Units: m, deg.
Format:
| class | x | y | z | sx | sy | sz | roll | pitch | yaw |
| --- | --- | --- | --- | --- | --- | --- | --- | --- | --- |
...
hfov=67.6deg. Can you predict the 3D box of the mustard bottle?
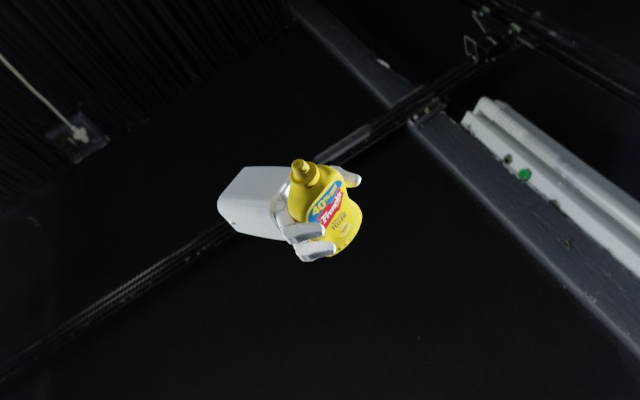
| class | x | y | z | sx | sy | sz | roll | pitch | yaw |
| --- | --- | --- | --- | --- | --- | --- | --- | --- | --- |
| mustard bottle | 0.000 | 0.003 | 0.717 | 0.058 | 0.096 | 0.192 | 31 | -17 | 36 |
